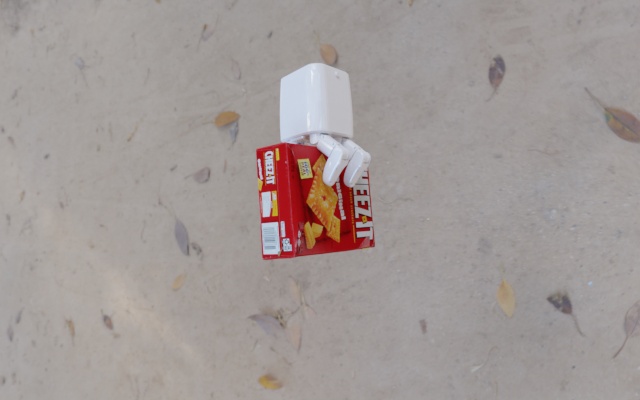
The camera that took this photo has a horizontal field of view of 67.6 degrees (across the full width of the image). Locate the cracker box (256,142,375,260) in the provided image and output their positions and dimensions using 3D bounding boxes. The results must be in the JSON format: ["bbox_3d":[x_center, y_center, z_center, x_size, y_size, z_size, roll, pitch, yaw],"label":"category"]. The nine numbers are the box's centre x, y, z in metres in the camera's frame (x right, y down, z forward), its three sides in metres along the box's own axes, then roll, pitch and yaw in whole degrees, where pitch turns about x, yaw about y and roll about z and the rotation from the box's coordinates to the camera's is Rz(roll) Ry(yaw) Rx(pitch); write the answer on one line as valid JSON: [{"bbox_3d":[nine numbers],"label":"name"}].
[{"bbox_3d":[0.000,0.002,0.753,0.072,0.164,0.214,-7,-5,38],"label":"cracker box"}]
